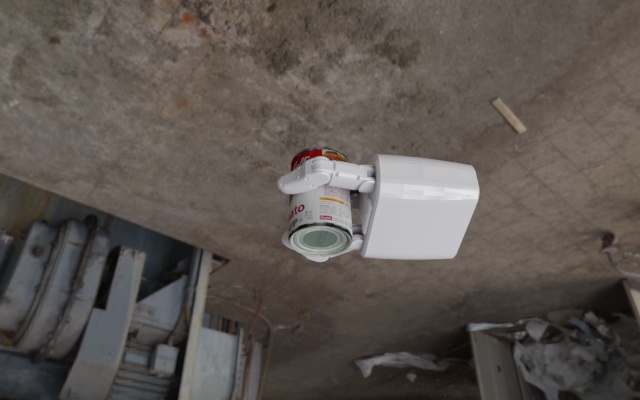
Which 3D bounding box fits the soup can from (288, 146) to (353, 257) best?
[{"bbox_3d":[0.000,0.002,0.517,0.068,0.102,0.069,0,-35,0],"label":"soup can"}]
